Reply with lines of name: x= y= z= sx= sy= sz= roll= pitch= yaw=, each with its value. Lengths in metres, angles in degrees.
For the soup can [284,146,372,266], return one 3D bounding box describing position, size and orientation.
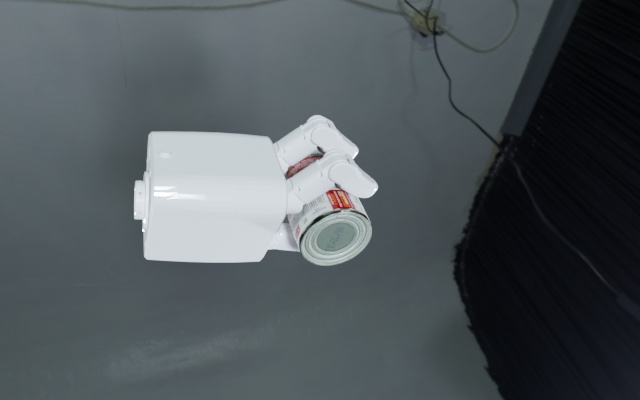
soup can: x=0.001 y=0.002 z=0.447 sx=0.068 sy=0.068 sz=0.102 roll=0 pitch=40 yaw=-21
